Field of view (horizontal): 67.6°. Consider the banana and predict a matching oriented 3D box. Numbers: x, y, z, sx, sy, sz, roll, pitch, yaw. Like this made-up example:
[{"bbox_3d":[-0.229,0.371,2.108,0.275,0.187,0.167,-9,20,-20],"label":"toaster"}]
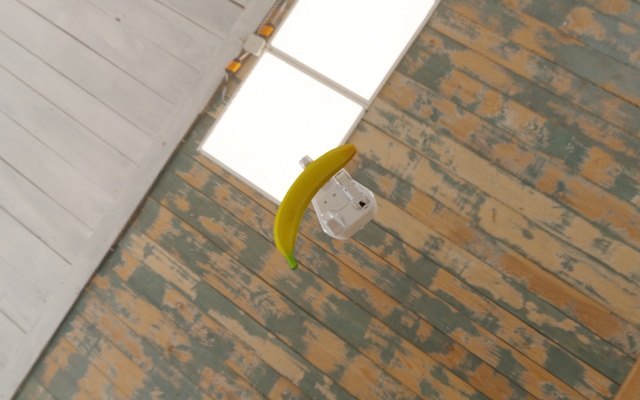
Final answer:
[{"bbox_3d":[-0.018,-0.002,0.689,0.069,0.198,0.037,25,-4,15],"label":"banana"}]
